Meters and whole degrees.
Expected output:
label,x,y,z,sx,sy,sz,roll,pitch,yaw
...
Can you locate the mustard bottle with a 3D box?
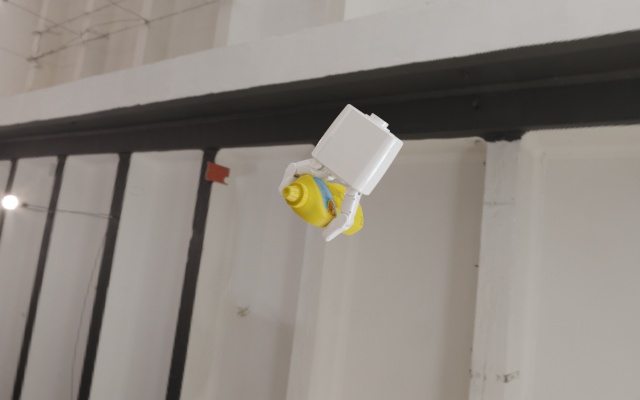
label,x,y,z,sx,sy,sz,roll,pitch,yaw
mustard bottle,0.000,0.003,0.830,0.058,0.096,0.192,-33,-27,25
